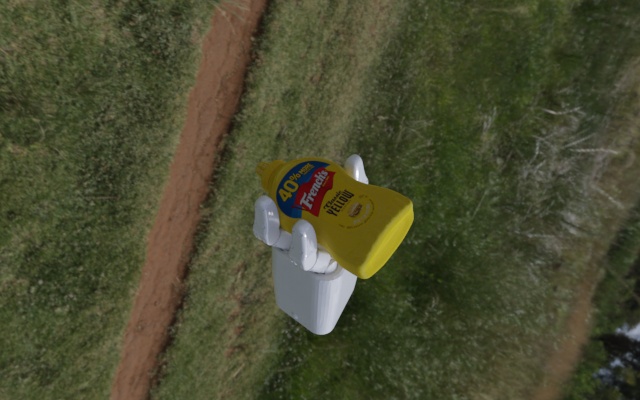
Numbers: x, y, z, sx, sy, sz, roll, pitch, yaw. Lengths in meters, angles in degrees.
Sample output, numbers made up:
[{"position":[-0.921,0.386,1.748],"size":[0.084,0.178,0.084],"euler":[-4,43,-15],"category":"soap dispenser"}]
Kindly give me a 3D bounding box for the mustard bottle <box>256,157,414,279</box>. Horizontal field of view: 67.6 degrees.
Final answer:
[{"position":[0.000,0.002,0.533],"size":[0.191,0.096,0.058],"euler":[29,-22,30],"category":"mustard bottle"}]
